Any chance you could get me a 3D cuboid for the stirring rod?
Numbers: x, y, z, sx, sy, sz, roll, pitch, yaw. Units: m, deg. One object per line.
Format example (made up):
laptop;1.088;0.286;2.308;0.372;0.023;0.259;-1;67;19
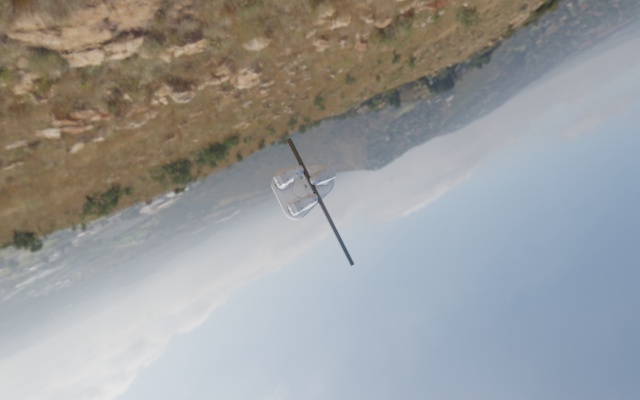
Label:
stirring rod;0.000;0.003;0.812;0.011;0.239;0.011;-27;0;0
